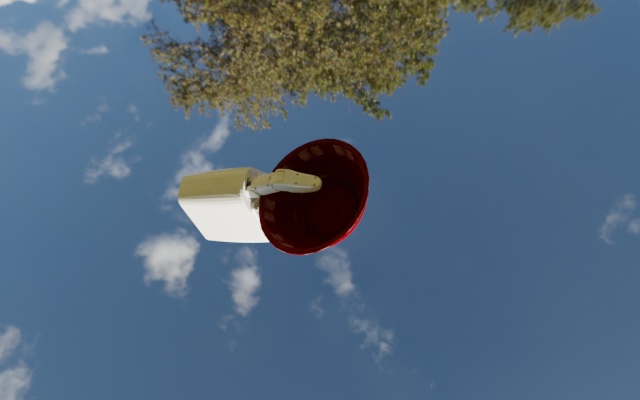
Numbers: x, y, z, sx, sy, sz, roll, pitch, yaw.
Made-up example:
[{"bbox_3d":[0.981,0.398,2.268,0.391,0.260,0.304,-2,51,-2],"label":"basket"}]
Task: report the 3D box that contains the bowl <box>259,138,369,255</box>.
[{"bbox_3d":[0.001,0.002,0.622,0.162,0.162,0.055,0,-24,33],"label":"bowl"}]
